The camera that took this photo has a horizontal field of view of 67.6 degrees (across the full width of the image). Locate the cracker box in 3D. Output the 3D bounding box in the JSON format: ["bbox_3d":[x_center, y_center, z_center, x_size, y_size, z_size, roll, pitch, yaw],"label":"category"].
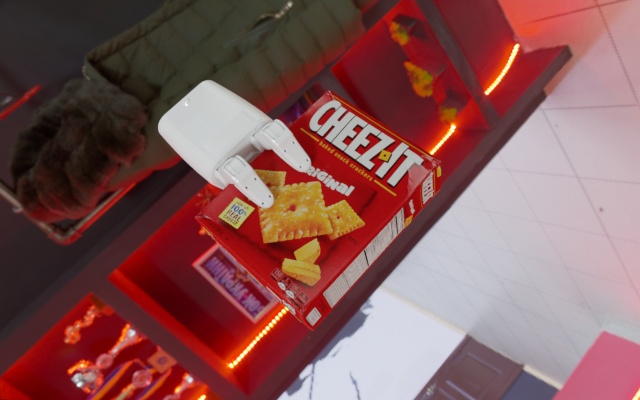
[{"bbox_3d":[0.000,0.002,0.518,0.164,0.213,0.072,38,-14,25],"label":"cracker box"}]
